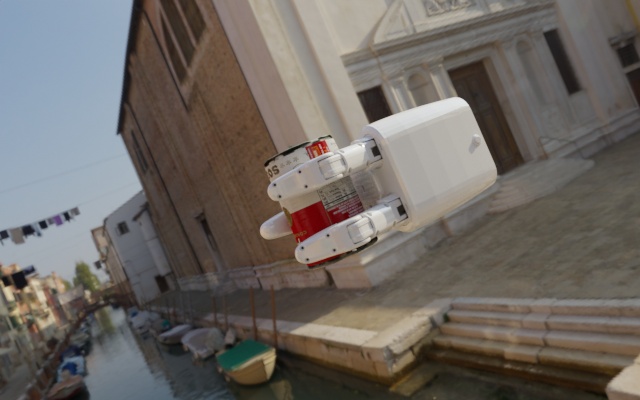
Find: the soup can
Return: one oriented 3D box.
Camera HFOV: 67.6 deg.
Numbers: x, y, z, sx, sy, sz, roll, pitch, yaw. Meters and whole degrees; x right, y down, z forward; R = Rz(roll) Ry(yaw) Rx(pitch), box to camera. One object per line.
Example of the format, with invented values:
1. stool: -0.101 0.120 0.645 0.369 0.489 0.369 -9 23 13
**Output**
1. soup can: -0.001 0.001 0.423 0.068 0.102 0.068 -24 0 0
